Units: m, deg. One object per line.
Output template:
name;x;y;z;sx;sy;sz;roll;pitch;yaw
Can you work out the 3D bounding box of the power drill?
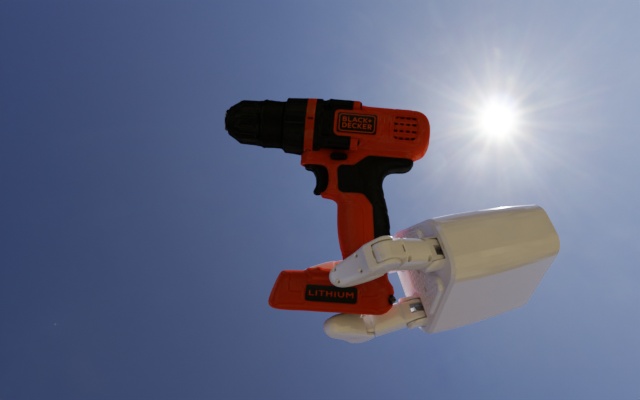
power drill;0.000;0.002;0.419;0.184;0.187;0.057;4;-8;3
